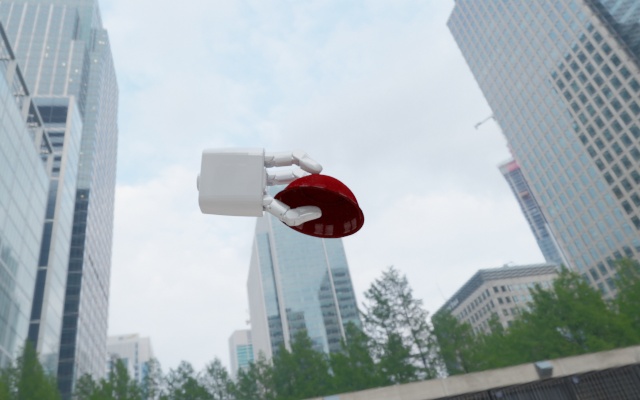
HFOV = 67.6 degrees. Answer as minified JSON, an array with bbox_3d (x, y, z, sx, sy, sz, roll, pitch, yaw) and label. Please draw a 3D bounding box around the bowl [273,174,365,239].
[{"bbox_3d":[0.001,0.003,0.827,0.162,0.055,0.162,9,-33,6],"label":"bowl"}]
